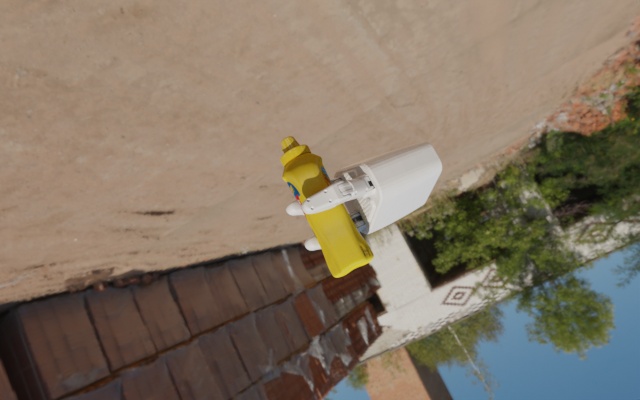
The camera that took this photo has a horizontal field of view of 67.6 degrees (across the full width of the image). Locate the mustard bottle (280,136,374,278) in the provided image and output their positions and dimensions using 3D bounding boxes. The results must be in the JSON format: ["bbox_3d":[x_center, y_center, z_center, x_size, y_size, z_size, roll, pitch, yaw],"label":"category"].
[{"bbox_3d":[0.000,0.002,0.612,0.058,0.191,0.096,-28,-11,2],"label":"mustard bottle"}]
